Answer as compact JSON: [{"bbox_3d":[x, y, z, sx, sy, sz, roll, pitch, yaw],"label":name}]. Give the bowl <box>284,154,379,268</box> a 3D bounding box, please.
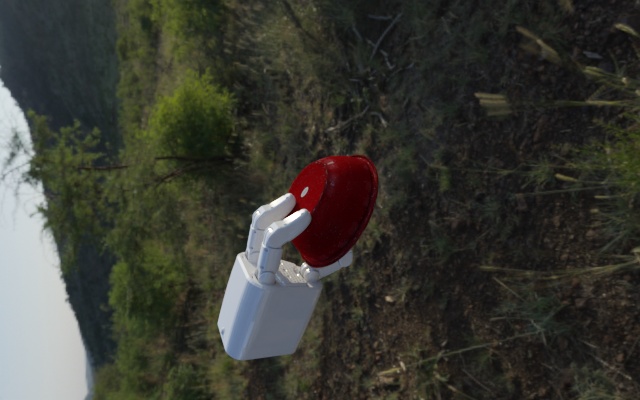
[{"bbox_3d":[0.000,0.001,0.617,0.055,0.162,0.162,28,-14,-28],"label":"bowl"}]
